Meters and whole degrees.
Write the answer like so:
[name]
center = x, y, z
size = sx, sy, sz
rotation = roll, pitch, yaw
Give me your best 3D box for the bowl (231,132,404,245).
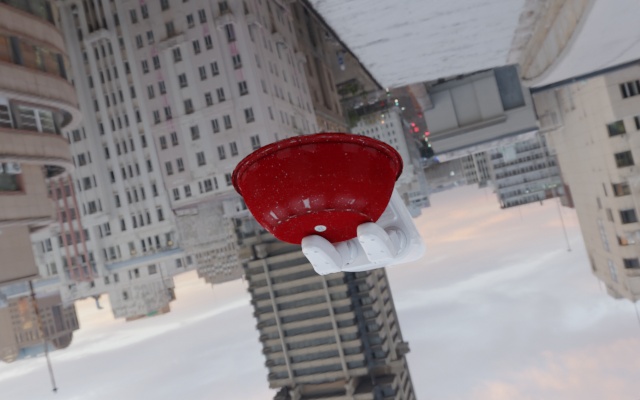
[bowl]
center = -0.001, 0.002, 0.442
size = 0.162, 0.055, 0.162
rotation = -5, -23, -2
